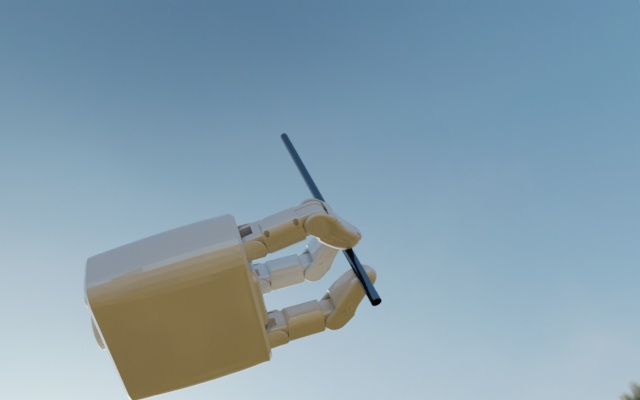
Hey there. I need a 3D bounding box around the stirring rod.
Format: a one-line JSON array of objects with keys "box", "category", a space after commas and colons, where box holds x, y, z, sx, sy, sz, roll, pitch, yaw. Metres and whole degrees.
[{"box": [0.000, 0.001, 0.425, 0.011, 0.011, 0.239, 0, 36, -24], "category": "stirring rod"}]
